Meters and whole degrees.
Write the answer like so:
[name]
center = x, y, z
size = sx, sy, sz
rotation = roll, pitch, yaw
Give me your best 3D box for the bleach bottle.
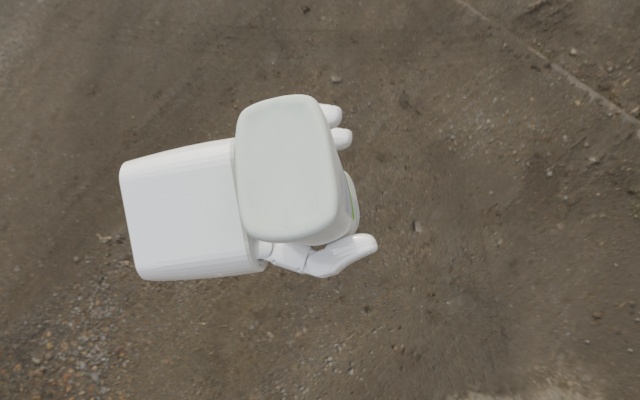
[bleach bottle]
center = 0.000, 0.001, 0.426
size = 0.068, 0.102, 0.251
rotation = -10, -14, 10
